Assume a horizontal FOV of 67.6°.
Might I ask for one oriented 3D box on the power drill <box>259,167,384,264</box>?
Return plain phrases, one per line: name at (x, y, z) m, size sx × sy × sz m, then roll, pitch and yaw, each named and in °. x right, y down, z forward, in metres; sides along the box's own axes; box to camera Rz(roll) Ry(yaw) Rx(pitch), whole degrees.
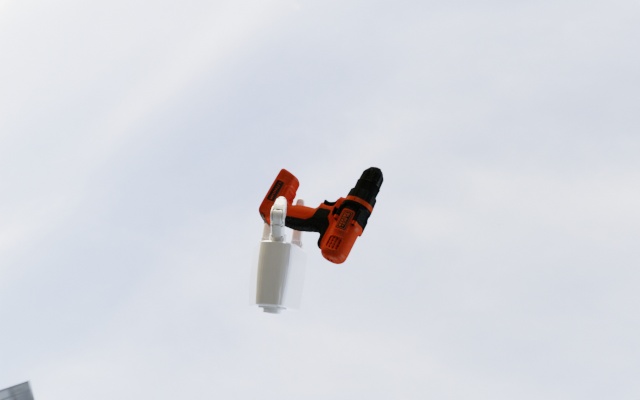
power drill at (0.000, 0.003, 0.830) m, size 0.187 × 0.184 × 0.057 m, roll 17°, pitch -24°, yaw 29°
